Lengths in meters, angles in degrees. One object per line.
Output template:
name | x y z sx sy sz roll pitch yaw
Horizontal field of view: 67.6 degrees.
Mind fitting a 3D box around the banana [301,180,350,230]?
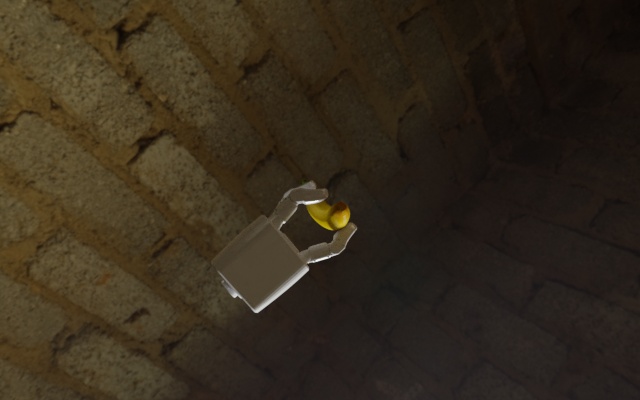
banana | 0.008 0.016 0.785 0.037 0.070 0.197 -37 22 -10
